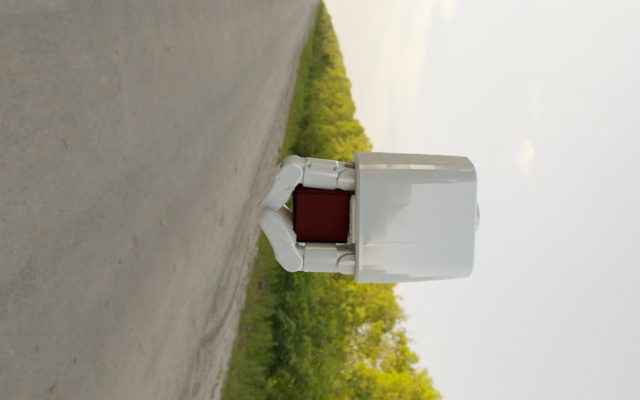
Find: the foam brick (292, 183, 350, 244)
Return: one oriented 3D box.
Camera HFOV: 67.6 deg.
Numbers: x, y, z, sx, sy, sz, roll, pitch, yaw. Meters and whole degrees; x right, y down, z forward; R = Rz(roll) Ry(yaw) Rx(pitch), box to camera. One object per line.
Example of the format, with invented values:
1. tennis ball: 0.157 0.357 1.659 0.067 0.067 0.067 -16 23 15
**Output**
1. foam brick: 0.000 0.001 0.463 0.051 0.053 0.078 0 25 -1
